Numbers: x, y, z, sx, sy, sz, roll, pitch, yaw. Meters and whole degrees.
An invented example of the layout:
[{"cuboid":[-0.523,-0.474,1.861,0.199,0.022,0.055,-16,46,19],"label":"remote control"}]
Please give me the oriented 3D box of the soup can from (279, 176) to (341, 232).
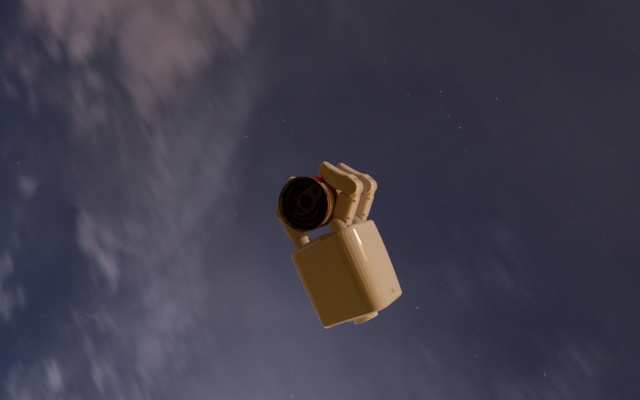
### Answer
[{"cuboid":[0.000,0.002,0.622,0.068,0.068,0.102,0,3,25],"label":"soup can"}]
